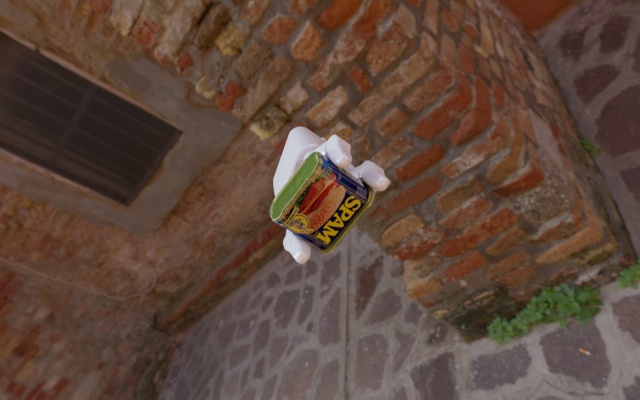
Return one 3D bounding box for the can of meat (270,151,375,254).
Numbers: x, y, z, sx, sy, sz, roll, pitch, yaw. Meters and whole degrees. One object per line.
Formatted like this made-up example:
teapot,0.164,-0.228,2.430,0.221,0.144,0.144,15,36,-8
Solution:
can of meat,0.000,0.002,0.579,0.084,0.102,0.057,32,17,-23
